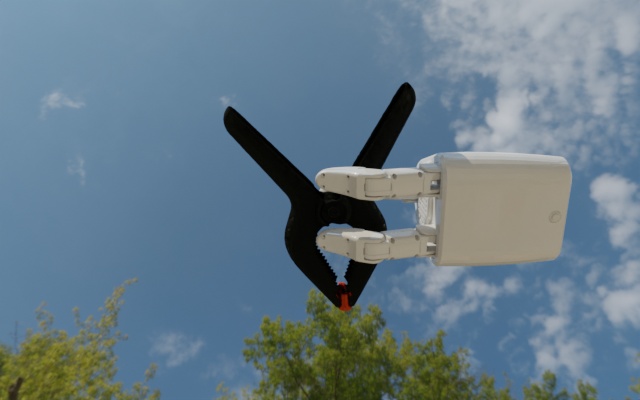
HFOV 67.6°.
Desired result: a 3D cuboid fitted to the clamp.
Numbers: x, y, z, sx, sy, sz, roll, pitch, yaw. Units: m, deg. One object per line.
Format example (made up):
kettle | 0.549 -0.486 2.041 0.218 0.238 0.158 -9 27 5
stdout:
clamp | 0.000 0.002 0.434 0.164 0.210 0.036 -1 17 -1
